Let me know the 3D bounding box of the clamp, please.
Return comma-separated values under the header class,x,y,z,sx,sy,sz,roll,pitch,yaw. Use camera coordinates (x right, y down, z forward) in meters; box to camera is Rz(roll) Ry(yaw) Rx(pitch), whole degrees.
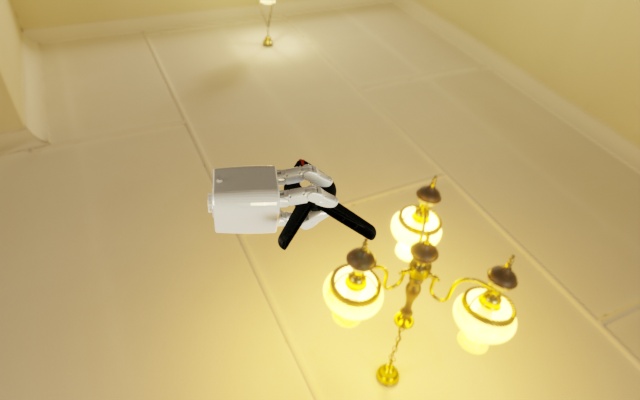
class,x,y,z,sx,sy,sz,roll,pitch,yaw
clamp,0.000,0.003,0.831,0.164,0.036,0.209,1,42,-12
